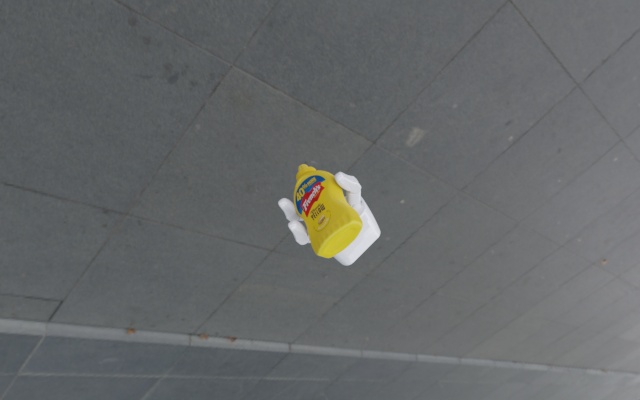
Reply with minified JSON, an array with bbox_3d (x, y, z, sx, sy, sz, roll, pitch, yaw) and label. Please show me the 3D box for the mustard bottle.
[{"bbox_3d":[0.000,0.003,0.859,0.058,0.191,0.096,20,-58,-43],"label":"mustard bottle"}]
